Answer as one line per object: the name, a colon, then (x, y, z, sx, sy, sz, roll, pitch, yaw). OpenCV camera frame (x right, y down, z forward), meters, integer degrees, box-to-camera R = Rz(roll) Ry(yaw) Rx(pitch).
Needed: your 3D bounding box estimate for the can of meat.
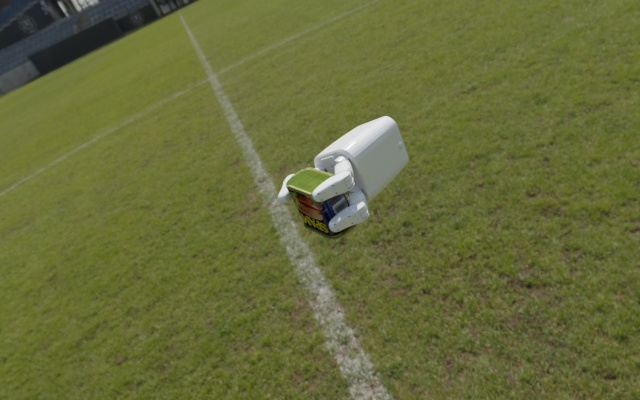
can of meat: (0.000, 0.002, 0.727, 0.057, 0.084, 0.102, -38, 31, -21)
